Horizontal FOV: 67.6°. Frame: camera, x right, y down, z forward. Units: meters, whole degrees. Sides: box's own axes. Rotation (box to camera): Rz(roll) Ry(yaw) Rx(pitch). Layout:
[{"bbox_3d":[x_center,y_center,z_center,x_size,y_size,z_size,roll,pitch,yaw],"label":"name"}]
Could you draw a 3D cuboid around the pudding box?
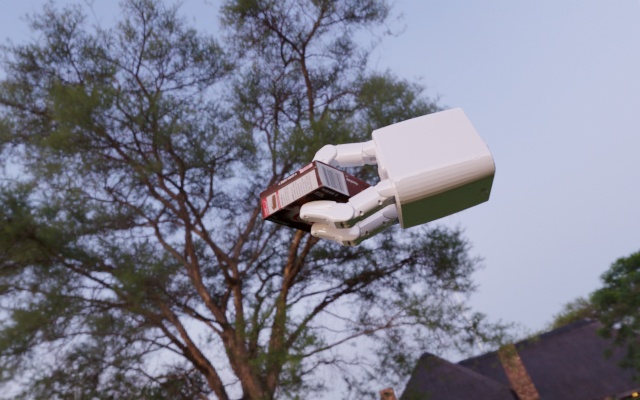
[{"bbox_3d":[0.000,0.002,0.554,0.090,0.039,0.113,-29,-33,30],"label":"pudding box"}]
